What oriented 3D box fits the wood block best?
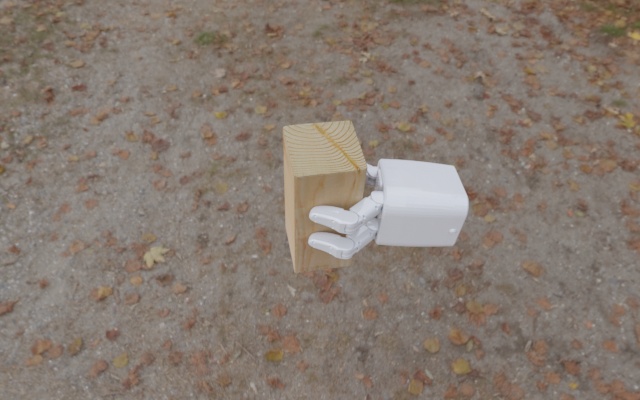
[{"bbox_3d":[0.000,0.002,0.650,0.090,0.090,0.206,-7,-40,-9],"label":"wood block"}]
